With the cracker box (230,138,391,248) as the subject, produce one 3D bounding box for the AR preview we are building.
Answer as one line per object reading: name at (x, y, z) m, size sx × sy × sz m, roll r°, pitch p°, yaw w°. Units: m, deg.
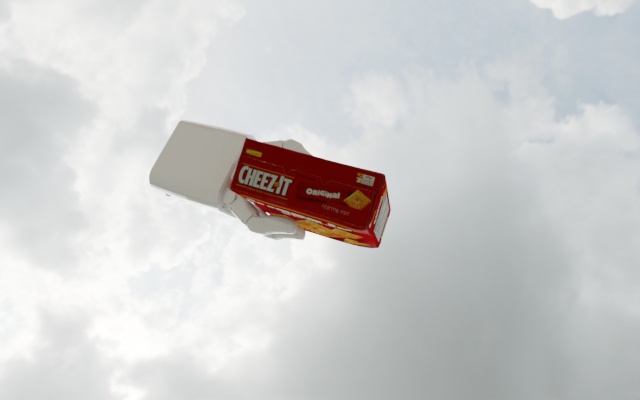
cracker box at (0.000, 0.002, 0.611) m, size 0.164 × 0.072 × 0.214 m, roll 15°, pitch -8°, yaw 12°
